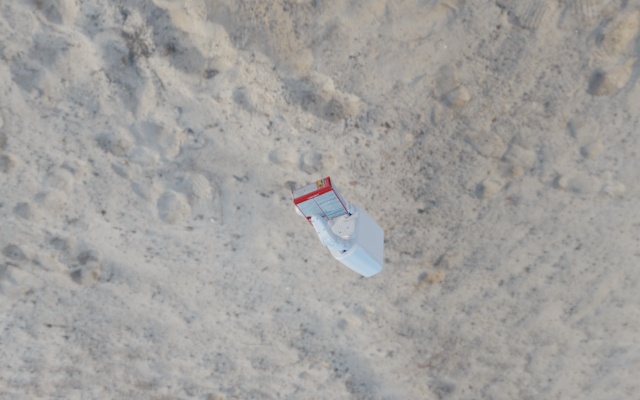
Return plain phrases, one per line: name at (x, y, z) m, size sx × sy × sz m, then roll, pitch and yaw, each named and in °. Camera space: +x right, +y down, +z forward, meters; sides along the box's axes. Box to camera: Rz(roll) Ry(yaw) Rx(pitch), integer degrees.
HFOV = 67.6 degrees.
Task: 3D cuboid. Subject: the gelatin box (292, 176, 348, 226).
gelatin box at (0.000, 0.003, 0.849) m, size 0.073 × 0.030 × 0.089 m, roll -21°, pitch -38°, yaw 12°
